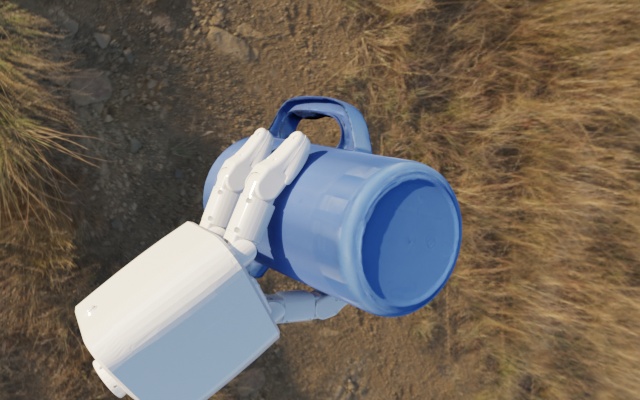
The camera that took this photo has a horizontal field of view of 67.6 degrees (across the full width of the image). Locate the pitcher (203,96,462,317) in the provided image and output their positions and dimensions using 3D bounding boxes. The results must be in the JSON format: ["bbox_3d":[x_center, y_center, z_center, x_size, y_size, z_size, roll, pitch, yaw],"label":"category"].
[{"bbox_3d":[0.000,0.002,0.416,0.145,0.149,0.243,-37,25,-22],"label":"pitcher"}]
